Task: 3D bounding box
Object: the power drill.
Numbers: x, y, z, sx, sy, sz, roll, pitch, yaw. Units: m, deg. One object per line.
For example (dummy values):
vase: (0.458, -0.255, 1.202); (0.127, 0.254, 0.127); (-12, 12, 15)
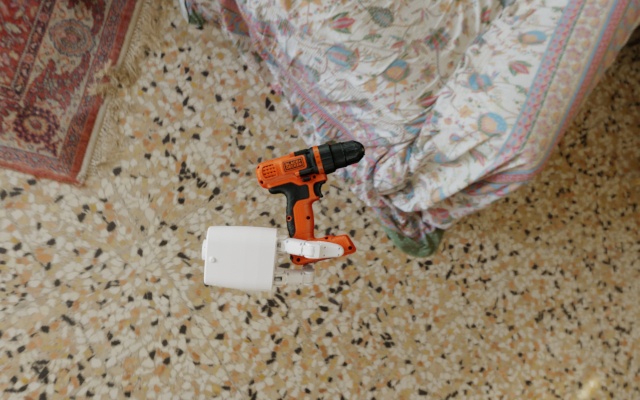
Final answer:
power drill: (0.000, 0.003, 0.782); (0.184, 0.187, 0.057); (-15, -11, 4)
